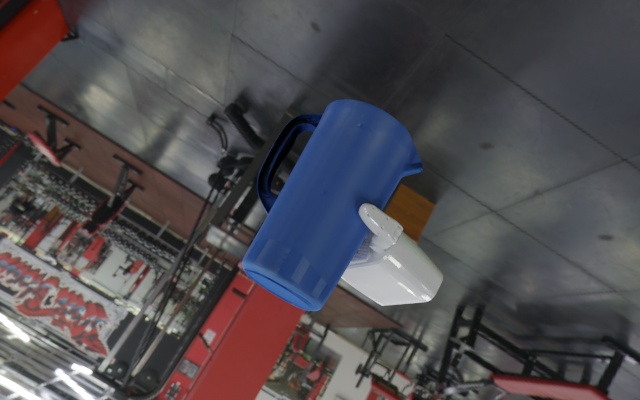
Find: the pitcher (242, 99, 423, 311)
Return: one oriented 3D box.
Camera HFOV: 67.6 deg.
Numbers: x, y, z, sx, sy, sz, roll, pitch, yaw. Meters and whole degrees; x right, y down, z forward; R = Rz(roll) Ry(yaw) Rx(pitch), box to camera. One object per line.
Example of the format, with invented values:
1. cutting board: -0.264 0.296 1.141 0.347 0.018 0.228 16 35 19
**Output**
1. pitcher: 0.000 0.002 0.591 0.145 0.242 0.149 41 -22 -26
